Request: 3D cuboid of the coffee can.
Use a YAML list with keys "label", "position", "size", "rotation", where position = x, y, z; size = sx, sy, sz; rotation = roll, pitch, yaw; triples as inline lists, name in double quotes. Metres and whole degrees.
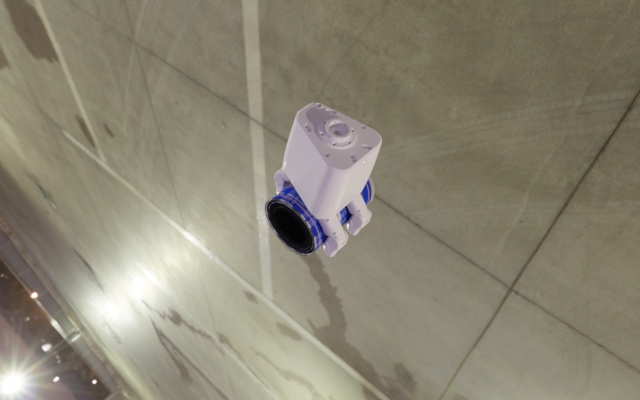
- label: "coffee can"
  position: [0.000, 0.002, 0.731]
  size: [0.140, 0.103, 0.103]
  rotation: [-40, 23, -31]
